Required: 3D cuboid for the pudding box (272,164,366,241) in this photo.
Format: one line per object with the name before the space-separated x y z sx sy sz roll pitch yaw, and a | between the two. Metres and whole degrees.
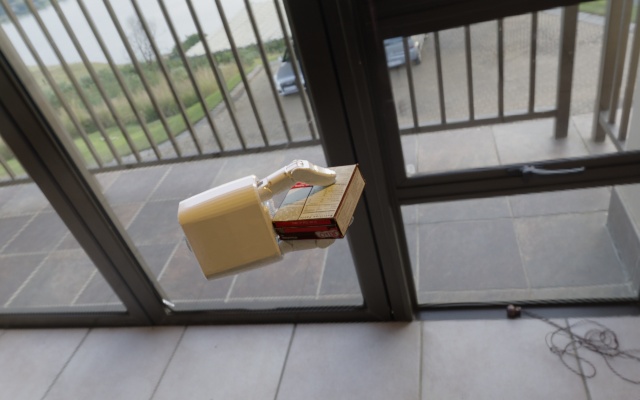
pudding box | 0.000 0.002 0.616 0.090 0.039 0.113 -3 40 27
